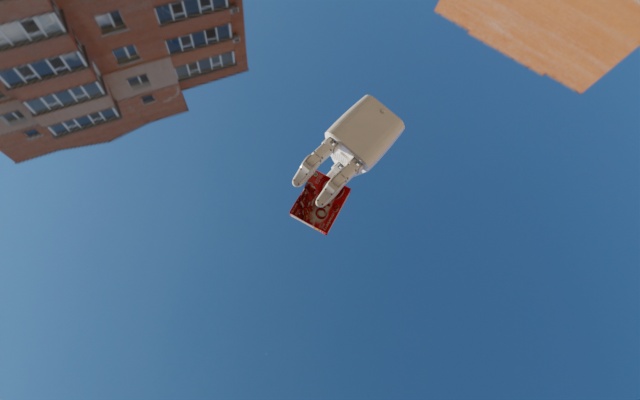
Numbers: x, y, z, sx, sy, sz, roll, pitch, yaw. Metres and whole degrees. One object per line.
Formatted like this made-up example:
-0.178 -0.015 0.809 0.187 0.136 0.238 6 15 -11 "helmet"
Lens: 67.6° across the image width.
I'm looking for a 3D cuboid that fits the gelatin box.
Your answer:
0.000 0.003 0.808 0.073 0.089 0.030 29 -10 5 "gelatin box"
